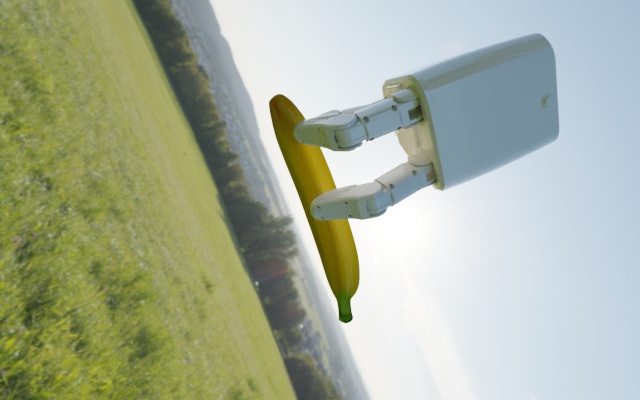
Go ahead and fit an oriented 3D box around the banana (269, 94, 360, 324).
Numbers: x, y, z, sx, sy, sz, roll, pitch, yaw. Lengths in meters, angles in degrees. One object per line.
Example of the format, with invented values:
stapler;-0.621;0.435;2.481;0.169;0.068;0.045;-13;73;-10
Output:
banana;0.001;0.003;0.421;0.037;0.198;0.069;-19;5;0
